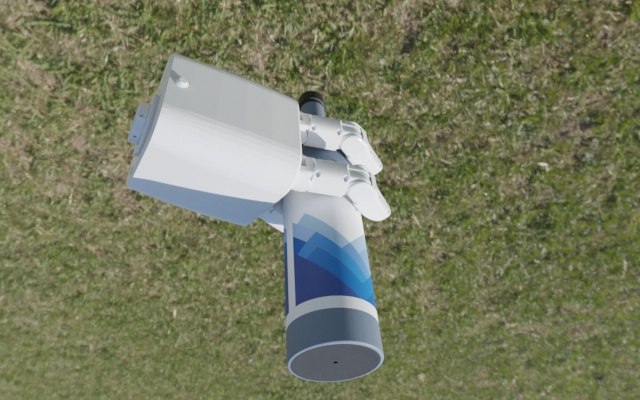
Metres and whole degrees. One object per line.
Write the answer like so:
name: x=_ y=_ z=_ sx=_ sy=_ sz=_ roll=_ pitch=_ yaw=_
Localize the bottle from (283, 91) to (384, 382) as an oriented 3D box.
bottle: x=0.000 y=0.002 z=0.422 sx=0.069 sy=0.295 sz=0.069 roll=-3 pitch=-41 yaw=-3
